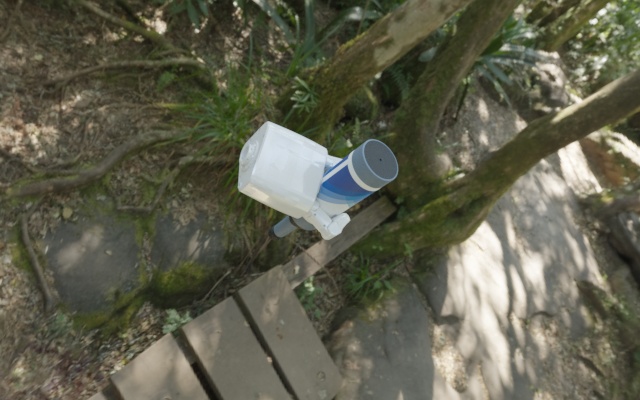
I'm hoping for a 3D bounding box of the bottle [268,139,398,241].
[{"bbox_3d":[0.000,0.002,0.773,0.069,0.069,0.296,0,-24,-39],"label":"bottle"}]
